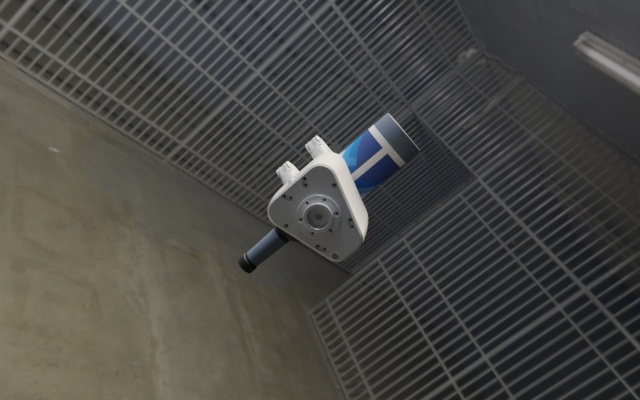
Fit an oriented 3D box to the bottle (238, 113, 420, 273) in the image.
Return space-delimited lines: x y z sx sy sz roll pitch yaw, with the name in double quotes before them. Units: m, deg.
"bottle" 0.000 0.002 0.661 0.296 0.069 0.069 -40 -10 12
